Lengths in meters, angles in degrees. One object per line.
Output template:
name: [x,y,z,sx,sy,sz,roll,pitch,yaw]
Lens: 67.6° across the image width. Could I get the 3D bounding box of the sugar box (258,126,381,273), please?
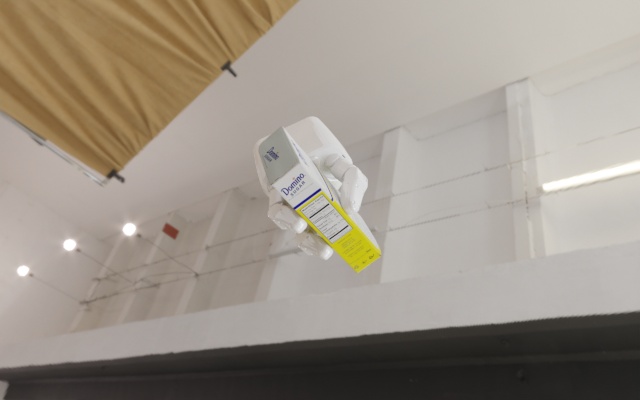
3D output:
sugar box: [0.000,0.002,0.563,0.176,0.048,0.093,45,11,-34]
